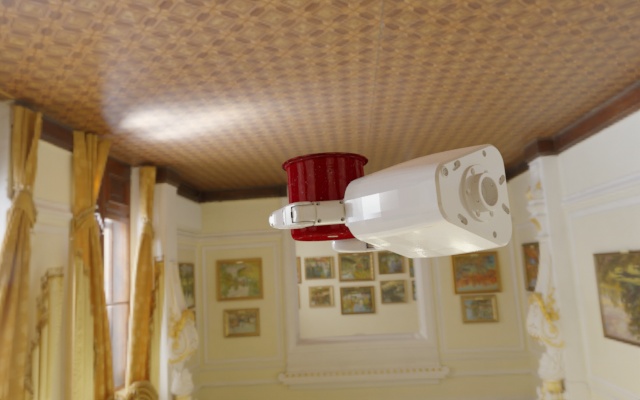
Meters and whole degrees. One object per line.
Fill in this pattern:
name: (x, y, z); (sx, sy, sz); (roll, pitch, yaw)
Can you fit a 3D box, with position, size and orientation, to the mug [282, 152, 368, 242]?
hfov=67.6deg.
mug: (-0.001, 0.002, 0.517); (0.093, 0.081, 0.117); (3, -11, -37)
